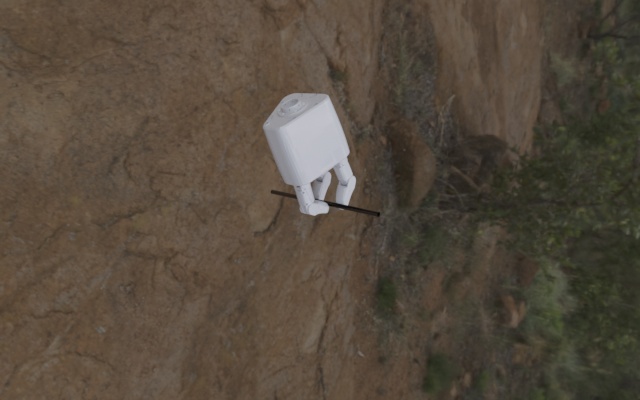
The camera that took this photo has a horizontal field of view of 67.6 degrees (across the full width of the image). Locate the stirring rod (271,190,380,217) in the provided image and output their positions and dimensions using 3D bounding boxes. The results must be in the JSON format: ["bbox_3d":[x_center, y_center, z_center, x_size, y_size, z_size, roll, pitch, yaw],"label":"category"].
[{"bbox_3d":[0.000,0.003,0.828,0.239,0.011,0.011,12,7,39],"label":"stirring rod"}]
